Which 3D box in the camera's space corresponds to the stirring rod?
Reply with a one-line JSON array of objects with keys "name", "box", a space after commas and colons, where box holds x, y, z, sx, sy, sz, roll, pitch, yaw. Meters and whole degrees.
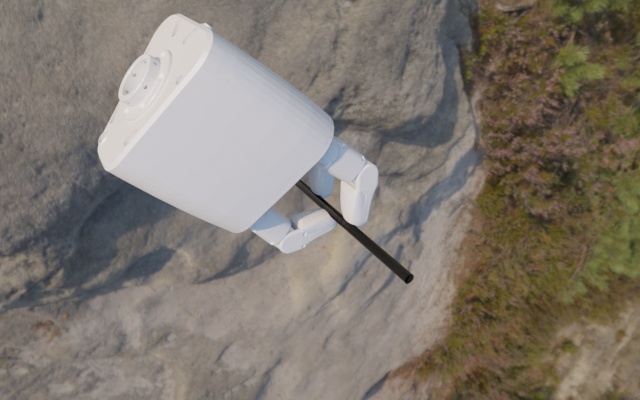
[{"name": "stirring rod", "box": [0.000, 0.001, 0.420, 0.011, 0.011, 0.239, 0, 26, -35]}]
